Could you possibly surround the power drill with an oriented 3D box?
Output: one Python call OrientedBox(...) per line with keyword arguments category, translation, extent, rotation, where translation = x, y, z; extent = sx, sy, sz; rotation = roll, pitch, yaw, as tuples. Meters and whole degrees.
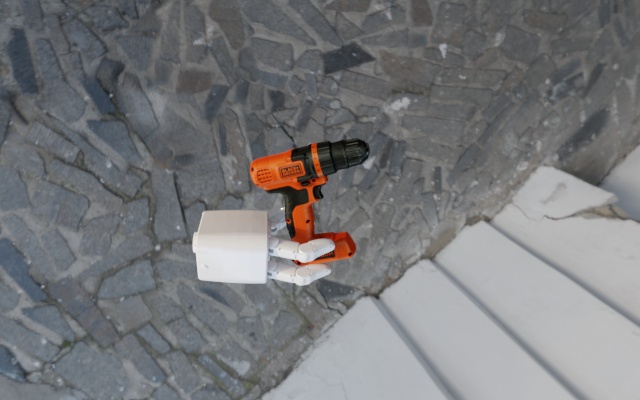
OrientedBox(category="power drill", translation=(0.000, 0.003, 0.746), extent=(0.184, 0.188, 0.057), rotation=(-11, 19, 11))
